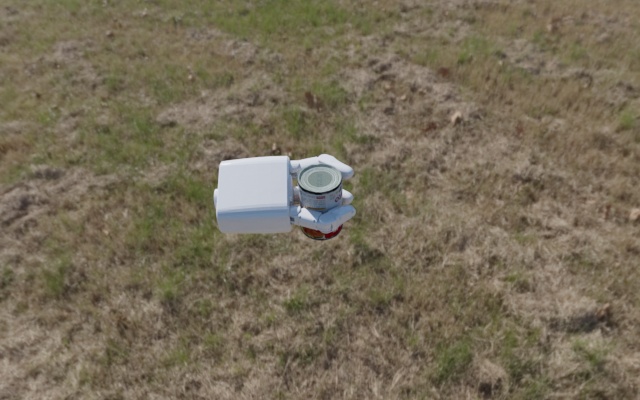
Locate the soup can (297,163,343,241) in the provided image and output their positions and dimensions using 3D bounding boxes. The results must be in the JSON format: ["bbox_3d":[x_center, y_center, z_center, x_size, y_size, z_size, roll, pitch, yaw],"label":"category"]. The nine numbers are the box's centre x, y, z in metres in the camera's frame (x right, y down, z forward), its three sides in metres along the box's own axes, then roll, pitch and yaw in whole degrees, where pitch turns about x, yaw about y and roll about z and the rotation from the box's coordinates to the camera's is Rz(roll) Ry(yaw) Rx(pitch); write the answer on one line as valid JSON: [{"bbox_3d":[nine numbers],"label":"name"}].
[{"bbox_3d":[0.001,0.002,0.726,0.068,0.102,0.068,-1,44,1],"label":"soup can"}]
